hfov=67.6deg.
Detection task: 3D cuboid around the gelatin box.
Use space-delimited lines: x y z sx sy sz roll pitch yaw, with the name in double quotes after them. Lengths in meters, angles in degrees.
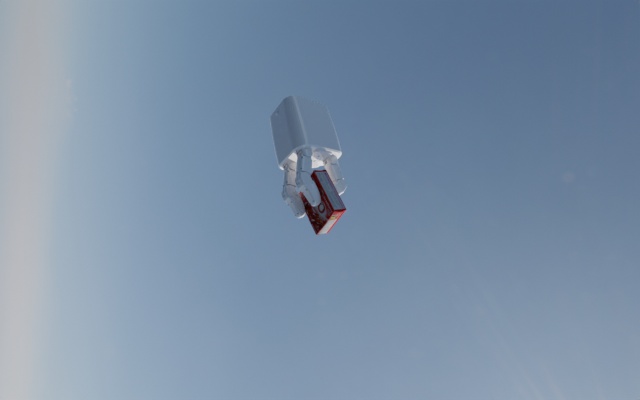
0.001 0.003 0.826 0.030 0.089 0.073 -7 -32 -35 "gelatin box"
